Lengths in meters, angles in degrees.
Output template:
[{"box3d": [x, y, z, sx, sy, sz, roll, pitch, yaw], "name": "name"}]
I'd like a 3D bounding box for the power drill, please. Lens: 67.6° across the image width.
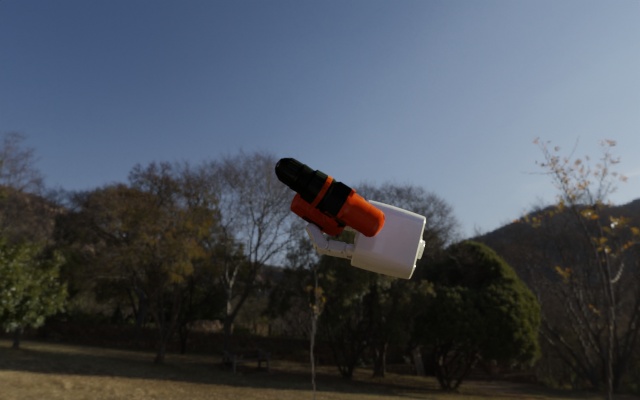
[{"box3d": [0.000, 0.003, 0.780, 0.184, 0.057, 0.187, 34, -10, -5], "name": "power drill"}]
